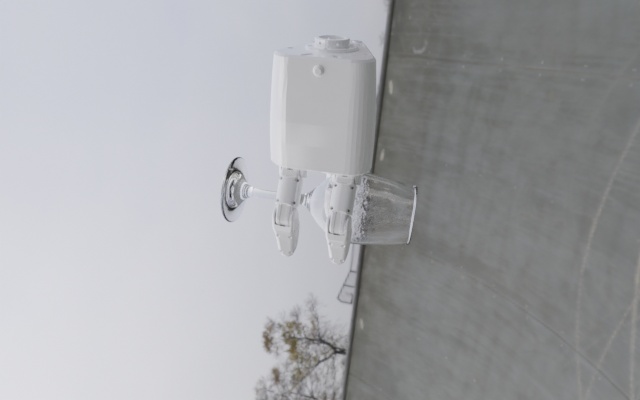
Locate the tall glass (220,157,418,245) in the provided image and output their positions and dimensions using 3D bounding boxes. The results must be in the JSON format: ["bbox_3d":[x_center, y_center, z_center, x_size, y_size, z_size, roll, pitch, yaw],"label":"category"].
[{"bbox_3d":[-0.001,0.002,0.515,0.201,0.079,0.079,9,2,12],"label":"tall glass"}]
